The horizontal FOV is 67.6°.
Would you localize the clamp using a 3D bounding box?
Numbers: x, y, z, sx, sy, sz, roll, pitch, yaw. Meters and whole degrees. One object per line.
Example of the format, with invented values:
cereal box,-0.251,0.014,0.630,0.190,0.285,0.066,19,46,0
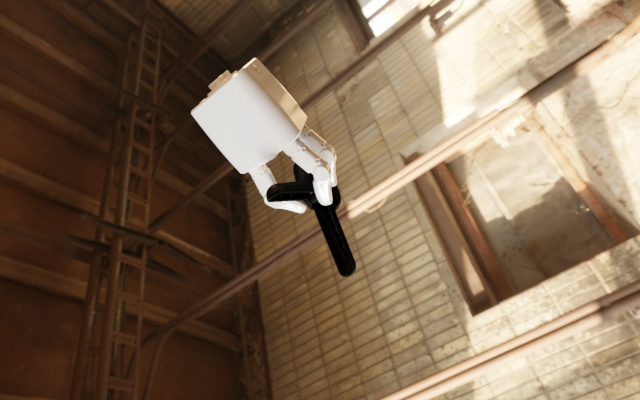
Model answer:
clamp,-0.001,0.002,0.679,0.036,0.164,0.210,-32,19,21
